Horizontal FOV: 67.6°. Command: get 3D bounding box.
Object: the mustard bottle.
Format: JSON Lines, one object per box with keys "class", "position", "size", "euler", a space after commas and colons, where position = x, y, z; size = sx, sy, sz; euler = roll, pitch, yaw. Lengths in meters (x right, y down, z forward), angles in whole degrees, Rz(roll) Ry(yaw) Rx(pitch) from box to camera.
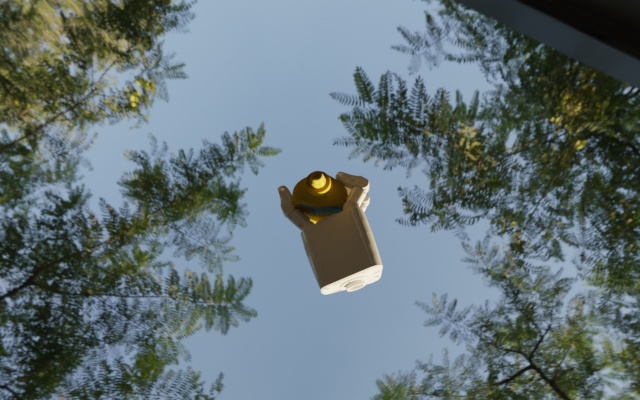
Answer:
{"class": "mustard bottle", "position": [0.000, 0.003, 0.825], "size": [0.096, 0.058, 0.192], "euler": [5, -24, 6]}
